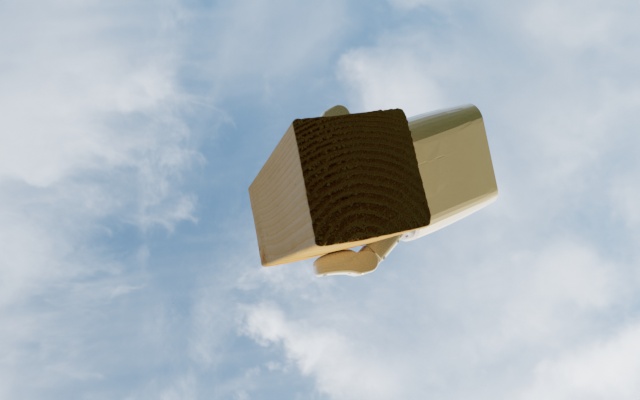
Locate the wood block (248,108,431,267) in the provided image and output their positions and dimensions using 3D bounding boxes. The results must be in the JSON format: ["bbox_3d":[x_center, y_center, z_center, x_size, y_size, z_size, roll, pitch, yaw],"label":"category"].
[{"bbox_3d":[0.000,0.002,0.425,0.090,0.091,0.206,-9,-9,-18],"label":"wood block"}]
